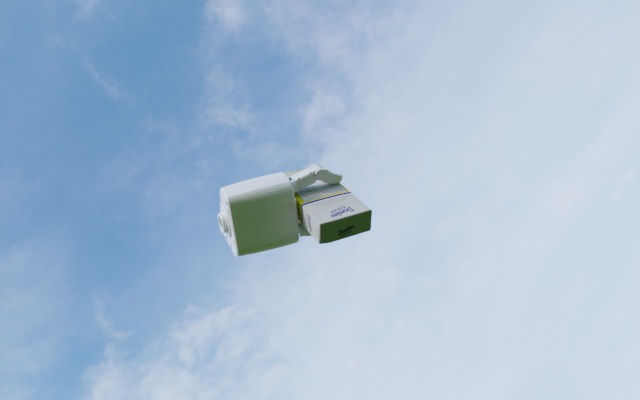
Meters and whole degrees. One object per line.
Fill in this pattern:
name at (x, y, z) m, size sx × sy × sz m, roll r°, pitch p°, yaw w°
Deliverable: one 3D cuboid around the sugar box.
sugar box at (0.000, 0.003, 0.789) m, size 0.093 × 0.048 × 0.176 m, roll -14°, pitch 35°, yaw -22°
